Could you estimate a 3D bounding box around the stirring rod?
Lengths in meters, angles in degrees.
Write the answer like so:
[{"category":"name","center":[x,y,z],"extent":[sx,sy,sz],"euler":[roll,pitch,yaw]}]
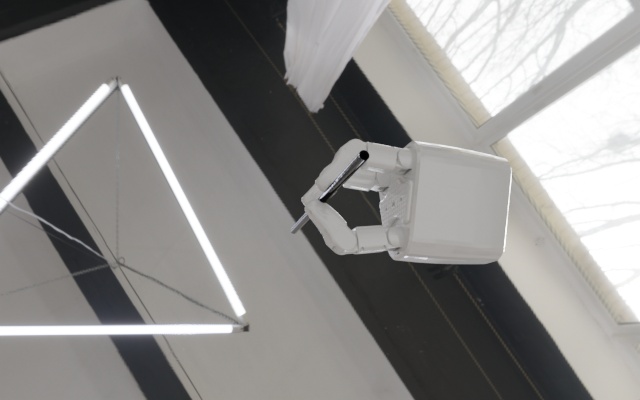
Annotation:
[{"category":"stirring rod","center":[0.000,0.002,0.458],"extent":[0.011,0.011,0.239],"euler":[0,-17,-16]}]
